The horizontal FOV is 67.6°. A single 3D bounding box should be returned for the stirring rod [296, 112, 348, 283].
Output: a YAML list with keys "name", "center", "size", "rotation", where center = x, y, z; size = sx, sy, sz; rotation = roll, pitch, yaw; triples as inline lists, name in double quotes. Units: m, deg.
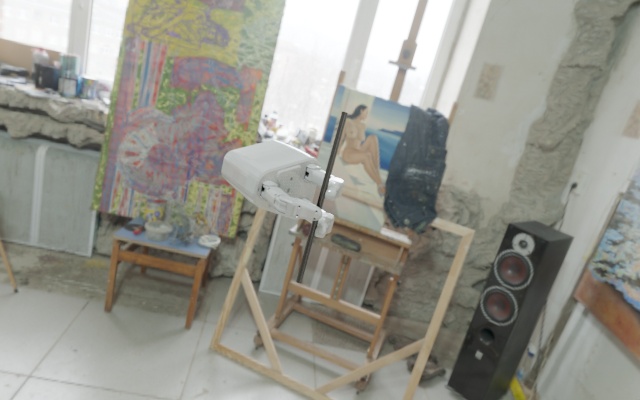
- name: "stirring rod"
  center: [0.000, 0.002, 0.626]
  size: [0.011, 0.239, 0.011]
  rotation: [14, 18, -4]
